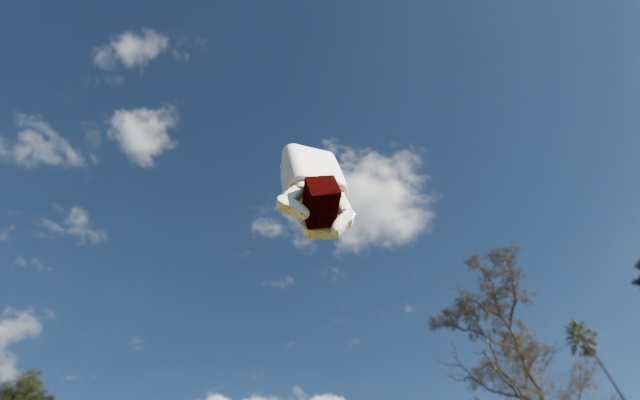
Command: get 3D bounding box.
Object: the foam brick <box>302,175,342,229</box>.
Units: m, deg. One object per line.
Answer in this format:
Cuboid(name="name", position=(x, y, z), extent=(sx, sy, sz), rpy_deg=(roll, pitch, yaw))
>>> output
Cuboid(name="foam brick", position=(0.000, 0.002, 0.800), extent=(0.053, 0.078, 0.051), rpy_deg=(-4, 43, -14))
